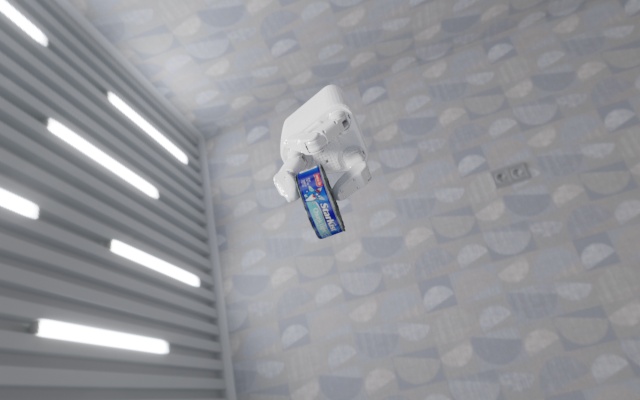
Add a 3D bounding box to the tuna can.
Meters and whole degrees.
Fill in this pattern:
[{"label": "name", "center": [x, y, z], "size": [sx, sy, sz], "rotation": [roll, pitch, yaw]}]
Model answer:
[{"label": "tuna can", "center": [0.000, 0.002, 0.568], "size": [0.034, 0.086, 0.086], "rotation": [-20, -2, 4]}]
